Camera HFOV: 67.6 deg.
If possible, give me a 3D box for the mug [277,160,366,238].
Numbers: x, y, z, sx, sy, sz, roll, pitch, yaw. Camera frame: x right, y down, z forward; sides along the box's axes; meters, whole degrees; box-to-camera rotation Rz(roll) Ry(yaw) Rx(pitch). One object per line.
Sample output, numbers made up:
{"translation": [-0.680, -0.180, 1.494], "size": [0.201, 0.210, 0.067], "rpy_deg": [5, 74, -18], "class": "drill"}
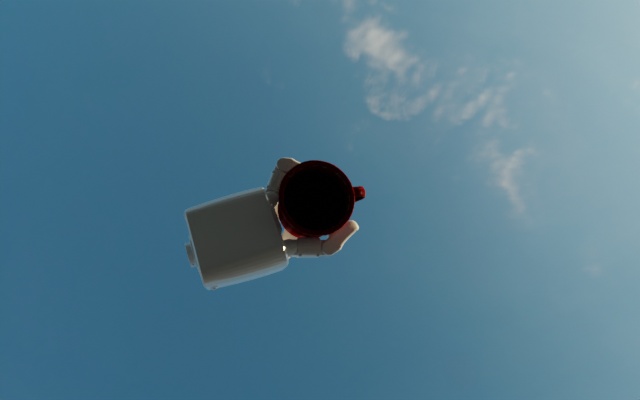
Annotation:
{"translation": [0.001, 0.002, 0.610], "size": [0.117, 0.093, 0.081], "rpy_deg": [-14, -10, -13], "class": "mug"}
